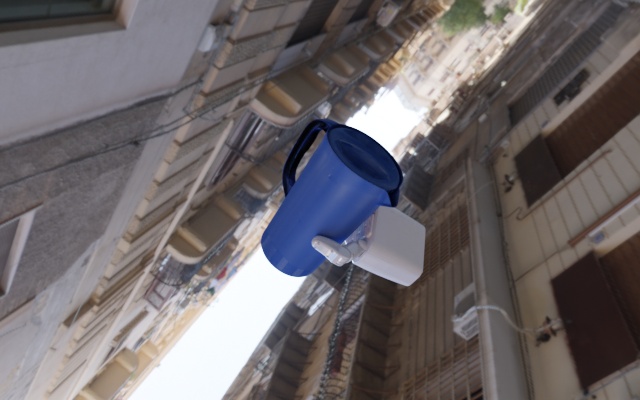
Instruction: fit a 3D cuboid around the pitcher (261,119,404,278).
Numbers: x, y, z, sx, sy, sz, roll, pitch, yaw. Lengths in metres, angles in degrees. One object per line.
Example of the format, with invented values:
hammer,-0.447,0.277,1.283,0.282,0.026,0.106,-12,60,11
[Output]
pitcher,0.000,0.003,0.749,0.145,0.243,0.149,26,34,-19
